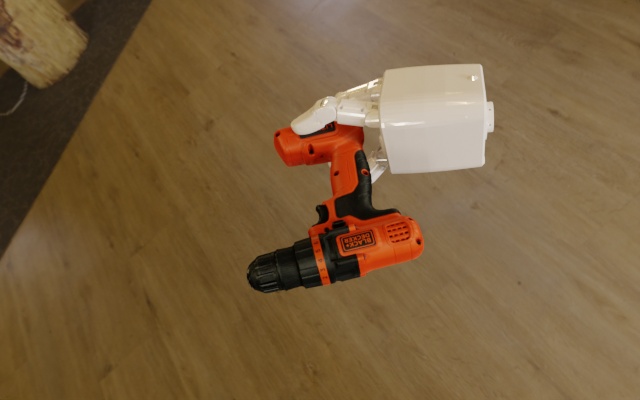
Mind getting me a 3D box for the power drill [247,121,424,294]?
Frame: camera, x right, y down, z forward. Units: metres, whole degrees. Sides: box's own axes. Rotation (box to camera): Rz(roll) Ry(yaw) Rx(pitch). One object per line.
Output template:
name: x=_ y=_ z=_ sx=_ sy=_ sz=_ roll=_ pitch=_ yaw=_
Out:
power drill: x=0.000 y=0.001 z=0.525 sx=0.184 sy=0.187 sz=0.057 roll=-13 pitch=-28 yaw=-2
